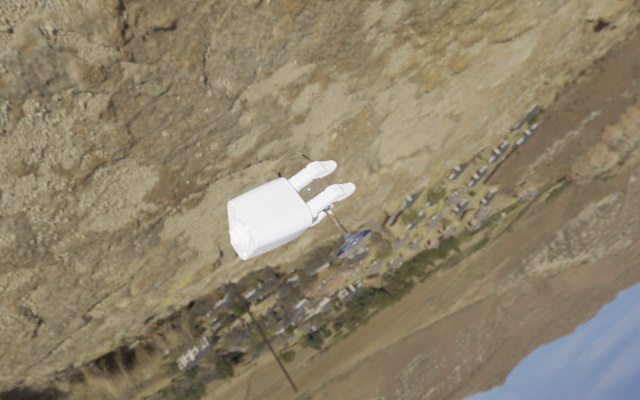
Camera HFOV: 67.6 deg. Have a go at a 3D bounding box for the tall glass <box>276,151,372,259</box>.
[{"bbox_3d":[0.001,0.003,0.842,0.079,0.201,0.079,-31,-24,-16],"label":"tall glass"}]
